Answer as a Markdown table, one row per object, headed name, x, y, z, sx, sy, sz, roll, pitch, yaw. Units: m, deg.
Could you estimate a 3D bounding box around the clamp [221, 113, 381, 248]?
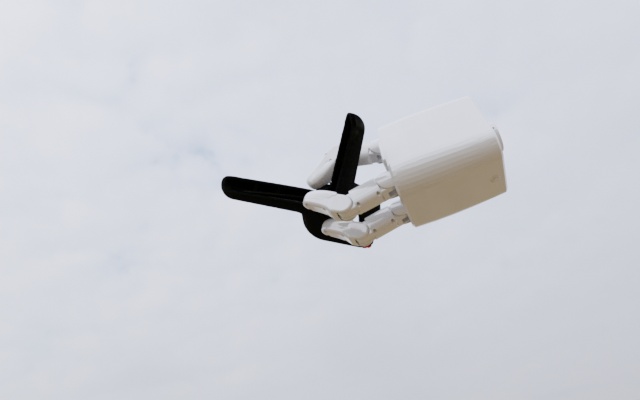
| name | x | y | z | sx | sy | sz | roll | pitch | yaw |
| --- | --- | --- | --- | --- | --- | --- | --- | --- | --- |
| clamp | 0.000 | 0.001 | 0.549 | 0.164 | 0.036 | 0.210 | -20 | -39 | 13 |
